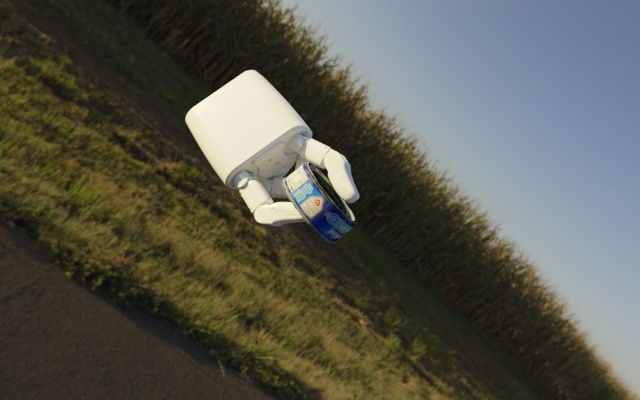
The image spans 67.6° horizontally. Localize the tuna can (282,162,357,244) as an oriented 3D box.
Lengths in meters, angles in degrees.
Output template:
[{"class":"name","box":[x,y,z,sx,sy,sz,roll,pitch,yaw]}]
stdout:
[{"class":"tuna can","box":[0.001,0.001,0.500,0.034,0.086,0.086,-38,-8,10]}]
